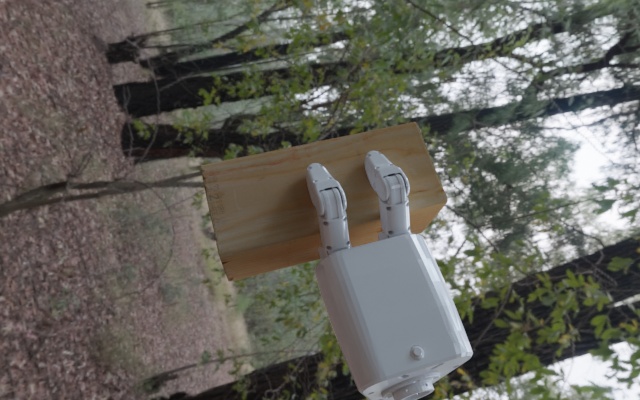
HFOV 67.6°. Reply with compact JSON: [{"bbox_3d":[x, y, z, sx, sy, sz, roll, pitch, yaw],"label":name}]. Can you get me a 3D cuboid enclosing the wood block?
[{"bbox_3d":[0.000,0.002,0.462,0.206,0.090,0.091,-13,-22,-11],"label":"wood block"}]
